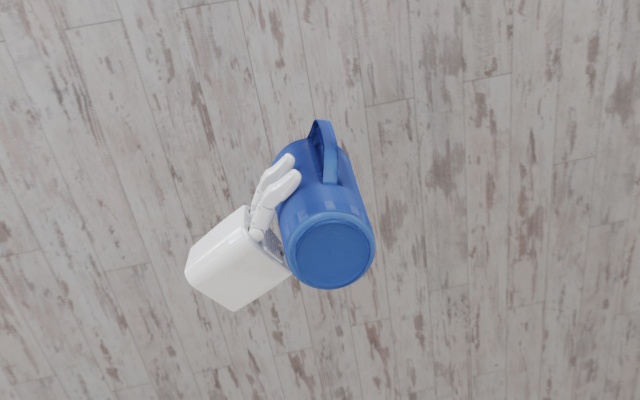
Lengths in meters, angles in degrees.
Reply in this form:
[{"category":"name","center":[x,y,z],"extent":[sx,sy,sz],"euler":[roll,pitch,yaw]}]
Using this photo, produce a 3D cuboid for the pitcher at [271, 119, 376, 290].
[{"category":"pitcher","center":[0.000,0.002,0.654],"extent":[0.145,0.149,0.242],"euler":[-36,25,9]}]
